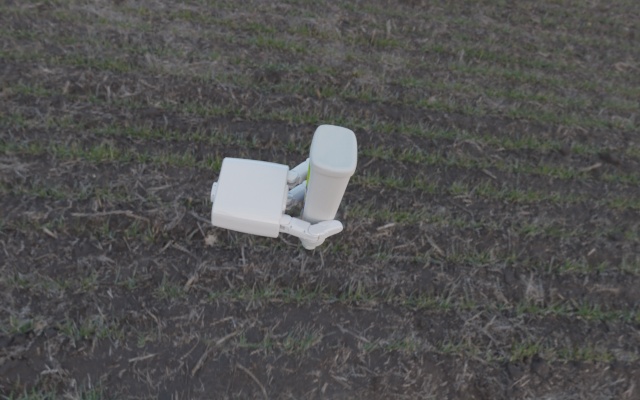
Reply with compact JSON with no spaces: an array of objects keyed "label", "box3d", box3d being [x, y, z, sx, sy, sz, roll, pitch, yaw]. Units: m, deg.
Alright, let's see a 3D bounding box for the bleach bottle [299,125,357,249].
[{"label":"bleach bottle","box3d":[0.000,0.002,0.779,0.068,0.102,0.251,10,-42,-4]}]
